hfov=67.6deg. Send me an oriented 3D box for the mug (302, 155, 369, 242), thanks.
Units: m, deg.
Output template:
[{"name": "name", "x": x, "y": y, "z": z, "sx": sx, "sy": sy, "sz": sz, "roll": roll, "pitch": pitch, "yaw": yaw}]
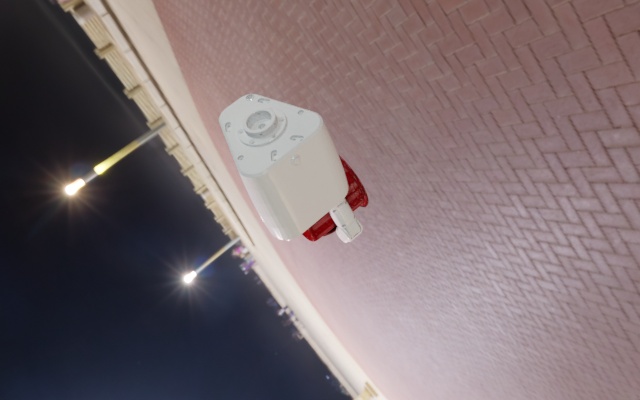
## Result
[{"name": "mug", "x": 0.000, "y": 0.003, "z": 0.585, "sx": 0.093, "sy": 0.081, "sz": 0.117, "roll": 42, "pitch": -15, "yaw": 37}]
